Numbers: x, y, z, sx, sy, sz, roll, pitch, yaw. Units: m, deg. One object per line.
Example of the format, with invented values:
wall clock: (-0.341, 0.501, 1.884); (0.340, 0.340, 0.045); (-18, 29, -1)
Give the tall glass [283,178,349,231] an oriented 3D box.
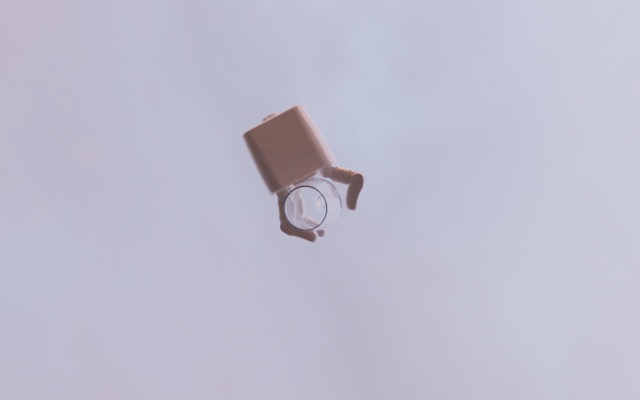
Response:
tall glass: (0.000, 0.002, 0.742); (0.079, 0.079, 0.201); (0, 5, 12)
